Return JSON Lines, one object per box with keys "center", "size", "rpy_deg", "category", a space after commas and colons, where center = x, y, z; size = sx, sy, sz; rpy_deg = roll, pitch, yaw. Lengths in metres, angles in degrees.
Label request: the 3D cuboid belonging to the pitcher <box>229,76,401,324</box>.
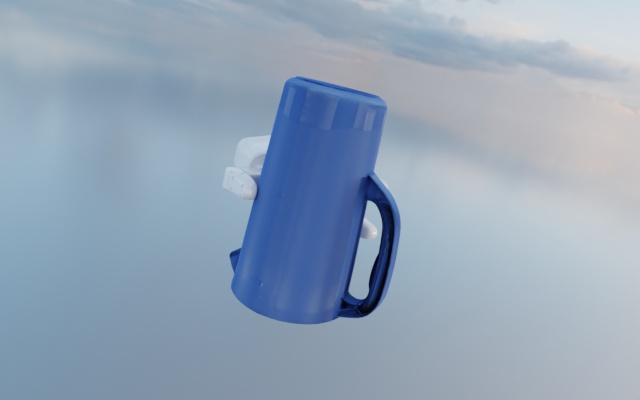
{"center": [0.000, 0.002, 0.511], "size": [0.149, 0.243, 0.145], "rpy_deg": [8, 16, -21], "category": "pitcher"}
